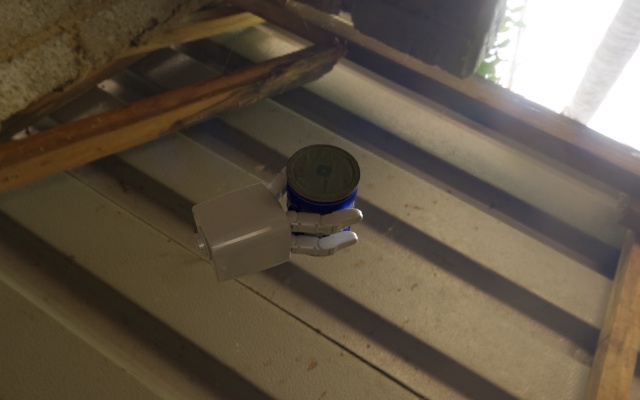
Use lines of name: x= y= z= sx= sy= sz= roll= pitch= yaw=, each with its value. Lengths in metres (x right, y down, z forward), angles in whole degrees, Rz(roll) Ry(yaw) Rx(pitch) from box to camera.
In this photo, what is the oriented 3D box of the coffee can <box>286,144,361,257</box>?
coffee can: x=0.000 y=0.002 z=0.704 sx=0.103 sy=0.102 sz=0.140 roll=0 pitch=-39 yaw=-5
